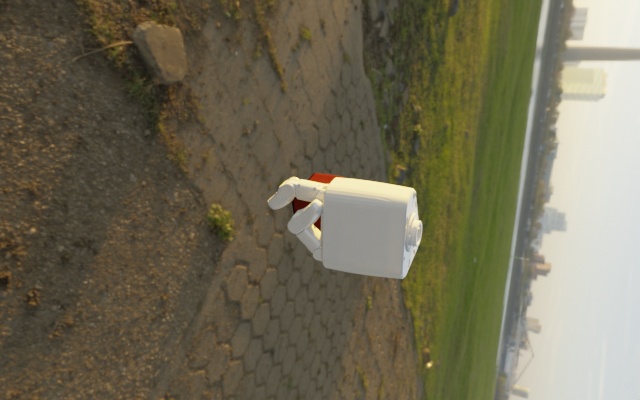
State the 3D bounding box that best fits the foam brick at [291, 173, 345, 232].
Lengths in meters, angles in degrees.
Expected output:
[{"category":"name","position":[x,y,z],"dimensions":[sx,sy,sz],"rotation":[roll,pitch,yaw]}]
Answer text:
[{"category":"foam brick","position":[0.000,0.002,0.679],"dimensions":[0.051,0.053,0.078],"rotation":[6,32,23]}]
